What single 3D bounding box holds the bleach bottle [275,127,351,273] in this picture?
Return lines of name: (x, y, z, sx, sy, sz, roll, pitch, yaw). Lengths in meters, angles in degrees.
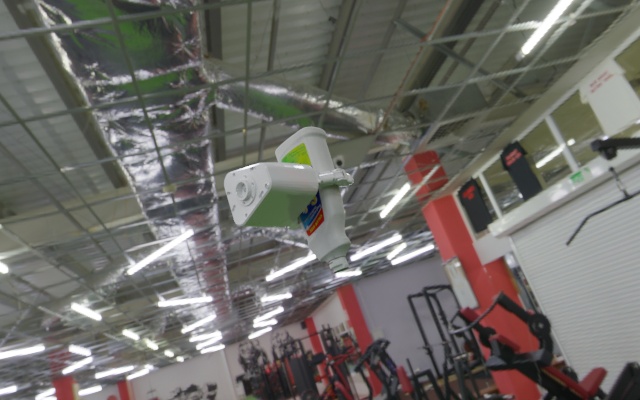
bleach bottle: (0.000, 0.003, 0.843, 0.102, 0.250, 0.068, -32, -21, 34)
